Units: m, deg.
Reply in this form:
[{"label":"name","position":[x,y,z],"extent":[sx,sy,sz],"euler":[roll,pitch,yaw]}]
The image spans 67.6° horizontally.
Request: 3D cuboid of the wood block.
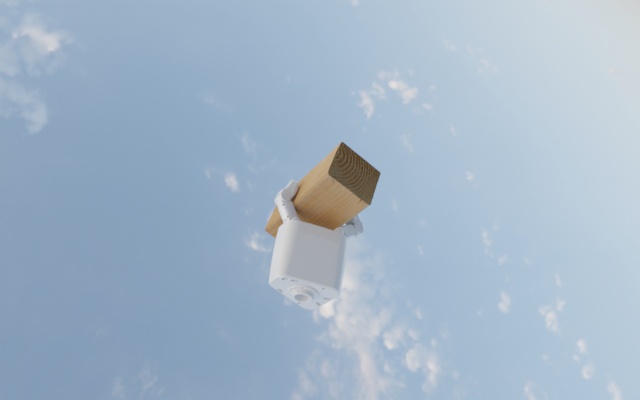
[{"label":"wood block","position":[0.000,0.003,0.846],"extent":[0.091,0.090,0.206],"euler":[37,-45,-14]}]
